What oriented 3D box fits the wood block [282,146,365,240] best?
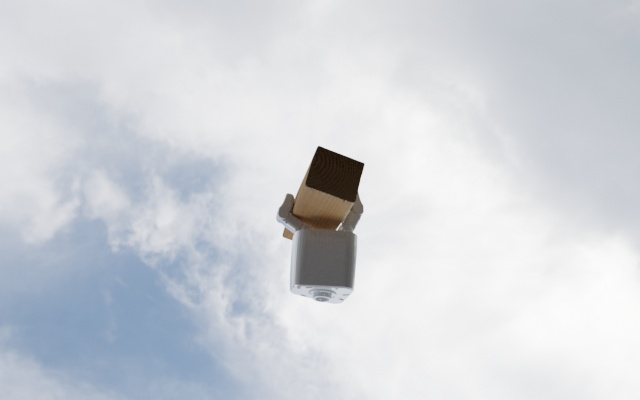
[{"bbox_3d":[0.000,0.003,0.889,0.091,0.090,0.206,20,-32,-5],"label":"wood block"}]
